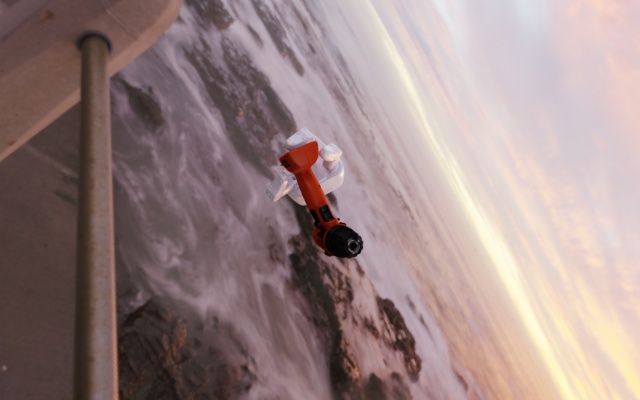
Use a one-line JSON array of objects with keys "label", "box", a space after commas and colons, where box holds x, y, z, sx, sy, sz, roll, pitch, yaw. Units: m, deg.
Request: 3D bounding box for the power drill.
[{"label": "power drill", "box": [0.000, 0.002, 0.764, 0.057, 0.187, 0.184, -23, 6, -13]}]
